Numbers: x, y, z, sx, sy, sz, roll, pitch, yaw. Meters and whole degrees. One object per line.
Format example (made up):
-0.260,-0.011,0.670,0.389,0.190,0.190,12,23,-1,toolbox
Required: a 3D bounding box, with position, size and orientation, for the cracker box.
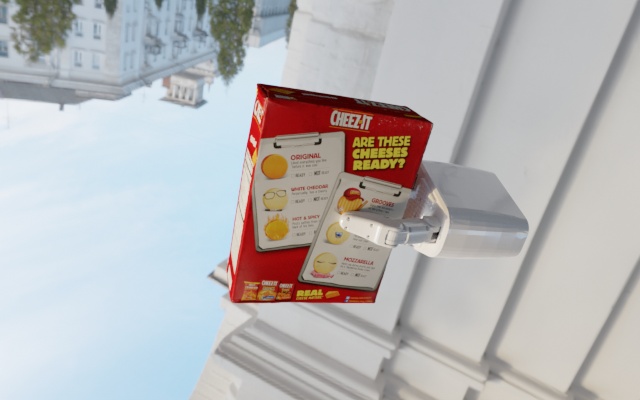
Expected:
0.000,0.002,0.490,0.164,0.214,0.072,5,24,-20,cracker box
